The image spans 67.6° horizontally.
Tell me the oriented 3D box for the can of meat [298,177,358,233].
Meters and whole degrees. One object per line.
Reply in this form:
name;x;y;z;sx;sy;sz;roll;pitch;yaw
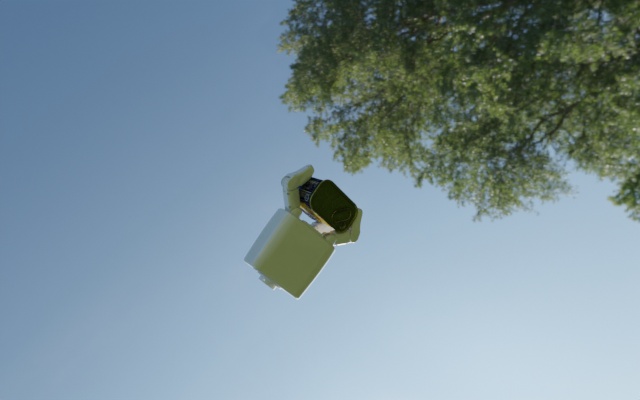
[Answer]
can of meat;0.000;0.002;0.811;0.102;0.057;0.084;42;-14;-35
